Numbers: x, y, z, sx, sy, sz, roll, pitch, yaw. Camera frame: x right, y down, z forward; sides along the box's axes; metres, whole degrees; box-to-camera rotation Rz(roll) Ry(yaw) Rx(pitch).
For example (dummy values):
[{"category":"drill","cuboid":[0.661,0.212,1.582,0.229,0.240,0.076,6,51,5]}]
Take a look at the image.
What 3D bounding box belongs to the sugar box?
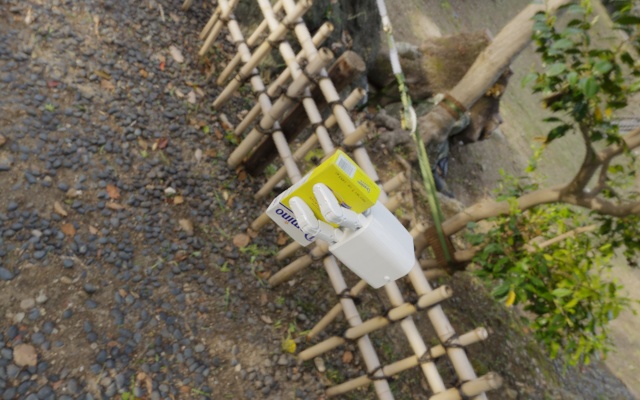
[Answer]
[{"category":"sugar box","cuboid":[0.000,0.003,0.755,0.176,0.093,0.048,-36,17,39]}]
